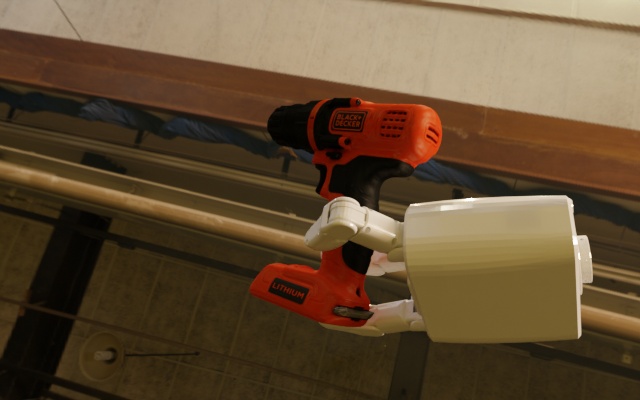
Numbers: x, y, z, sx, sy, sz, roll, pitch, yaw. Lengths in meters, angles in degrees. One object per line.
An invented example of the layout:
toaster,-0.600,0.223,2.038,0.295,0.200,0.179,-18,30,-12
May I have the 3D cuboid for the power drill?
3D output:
power drill,0.000,0.002,0.414,0.184,0.187,0.057,11,-6,44
